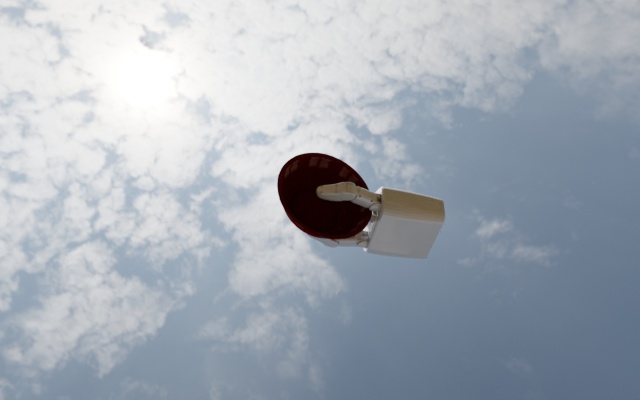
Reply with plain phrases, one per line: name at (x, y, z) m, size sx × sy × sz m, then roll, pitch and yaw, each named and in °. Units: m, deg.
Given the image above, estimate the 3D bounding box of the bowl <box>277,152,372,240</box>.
bowl at (-0.001, 0.002, 0.767) m, size 0.162 × 0.162 × 0.055 m, roll 0°, pitch -32°, yaw -26°
